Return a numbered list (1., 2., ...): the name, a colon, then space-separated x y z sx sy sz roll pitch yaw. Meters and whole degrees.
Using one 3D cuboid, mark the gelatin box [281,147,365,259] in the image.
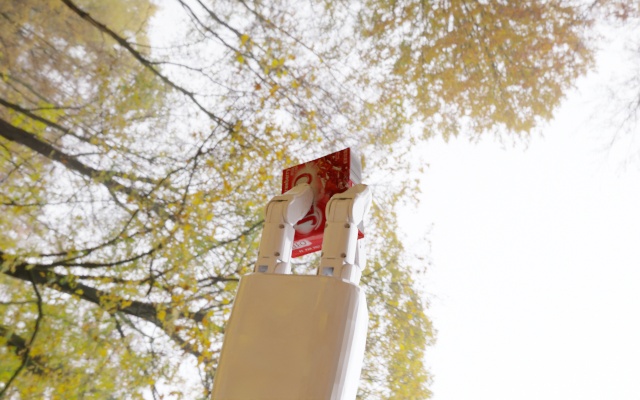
1. gelatin box: 0.000 0.001 0.433 0.073 0.089 0.030 -17 -40 23
